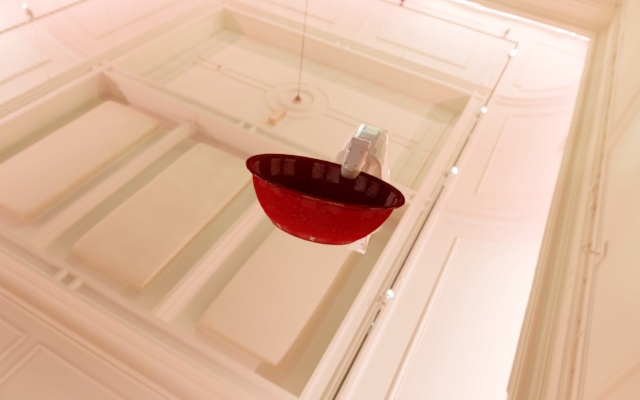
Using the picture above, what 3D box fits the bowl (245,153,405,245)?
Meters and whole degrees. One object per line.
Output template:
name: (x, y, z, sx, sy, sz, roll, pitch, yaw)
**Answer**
bowl: (-0.001, 0.002, 0.480, 0.162, 0.055, 0.162, 13, 16, -4)
